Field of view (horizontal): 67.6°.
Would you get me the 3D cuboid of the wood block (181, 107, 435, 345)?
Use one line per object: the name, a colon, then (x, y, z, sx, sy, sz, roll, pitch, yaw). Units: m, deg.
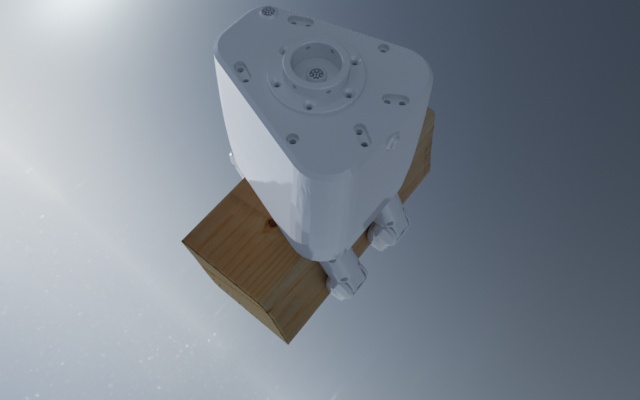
wood block: (0.000, 0.001, 0.403, 0.091, 0.206, 0.090, 32, -22, 26)
